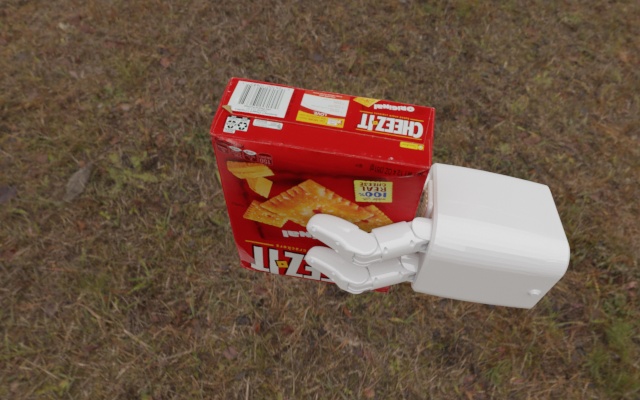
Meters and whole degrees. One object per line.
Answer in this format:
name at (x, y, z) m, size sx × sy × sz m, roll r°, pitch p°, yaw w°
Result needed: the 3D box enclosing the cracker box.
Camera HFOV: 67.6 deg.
cracker box at (0.000, 0.001, 0.437) m, size 0.164 × 0.072 × 0.214 m, roll 10°, pitch -35°, yaw 5°
